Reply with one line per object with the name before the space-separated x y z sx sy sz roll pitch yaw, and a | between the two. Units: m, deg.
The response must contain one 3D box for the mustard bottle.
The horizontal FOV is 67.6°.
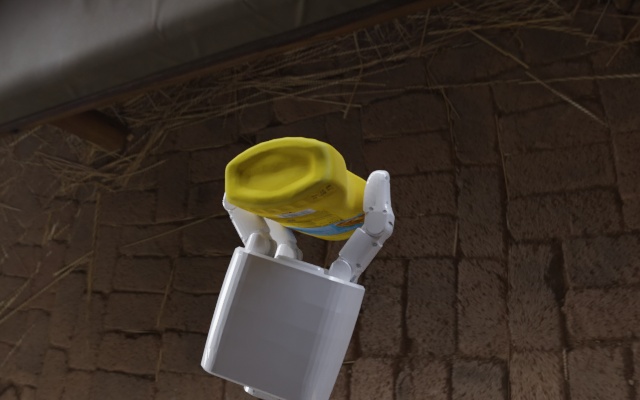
mustard bottle | 0.000 0.001 0.451 0.096 0.058 0.192 -12 -19 20
